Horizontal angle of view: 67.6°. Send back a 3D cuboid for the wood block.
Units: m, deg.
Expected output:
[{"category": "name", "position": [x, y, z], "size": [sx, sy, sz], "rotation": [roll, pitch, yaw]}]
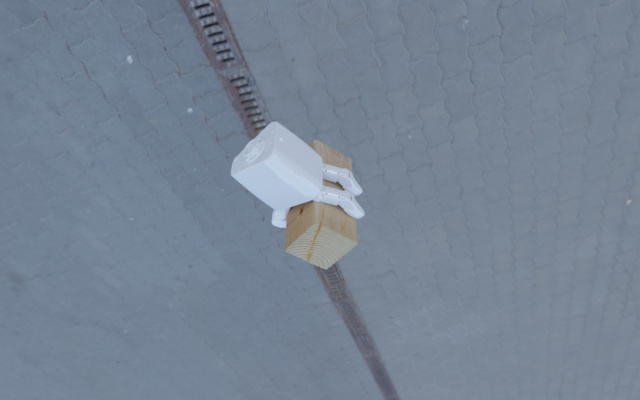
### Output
[{"category": "wood block", "position": [0.000, 0.003, 0.846], "size": [0.090, 0.206, 0.091], "rotation": [27, -50, -25]}]
